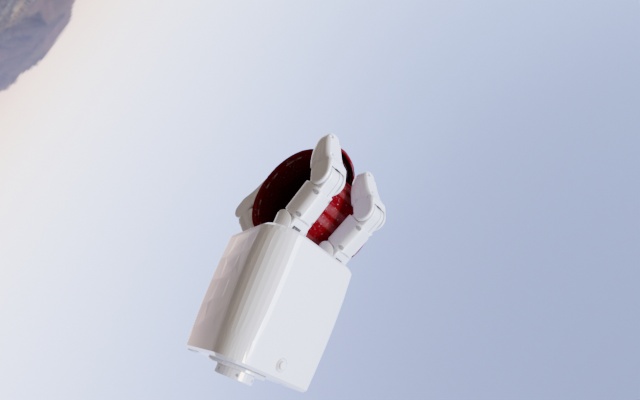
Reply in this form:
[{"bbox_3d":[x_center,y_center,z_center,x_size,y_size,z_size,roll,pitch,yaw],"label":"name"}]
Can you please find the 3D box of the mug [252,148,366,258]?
[{"bbox_3d":[0.001,0.000,0.462,0.093,0.117,0.081,-2,-33,45],"label":"mug"}]
